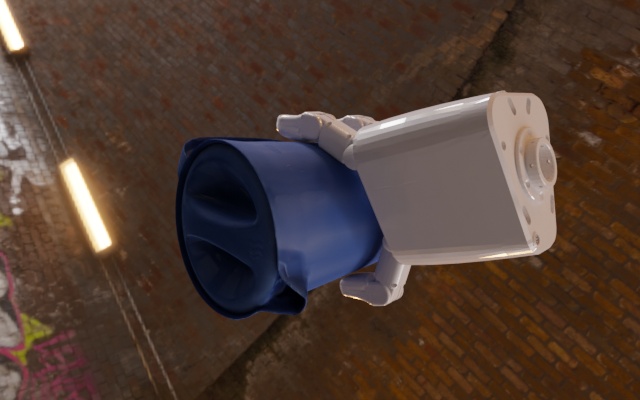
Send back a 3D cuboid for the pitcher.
[{"bbox_3d":[0.000,0.001,0.434,0.243,0.149,0.145,-10,0,-44],"label":"pitcher"}]
